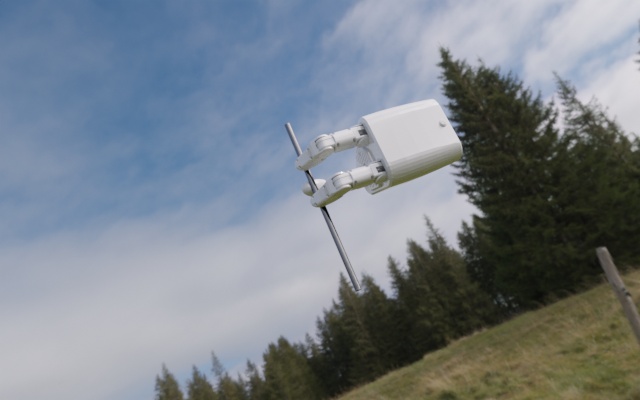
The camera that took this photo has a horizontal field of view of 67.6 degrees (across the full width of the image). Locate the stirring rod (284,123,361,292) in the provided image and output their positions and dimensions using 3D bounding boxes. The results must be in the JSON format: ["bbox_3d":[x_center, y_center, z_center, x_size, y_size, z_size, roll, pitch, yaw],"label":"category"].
[{"bbox_3d":[0.000,0.002,0.604,0.011,0.239,0.011,-21,-19,-8],"label":"stirring rod"}]
